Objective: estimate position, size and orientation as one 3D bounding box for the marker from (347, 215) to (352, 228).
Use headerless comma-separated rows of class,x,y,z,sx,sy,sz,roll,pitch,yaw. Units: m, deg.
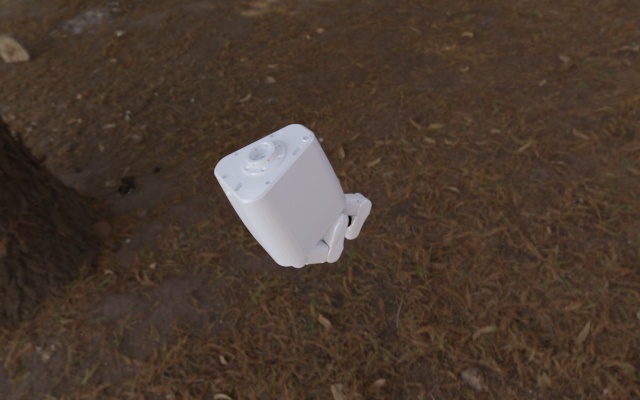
marker,0.000,0.002,0.621,0.020,0.020,0.121,0,27,-39
